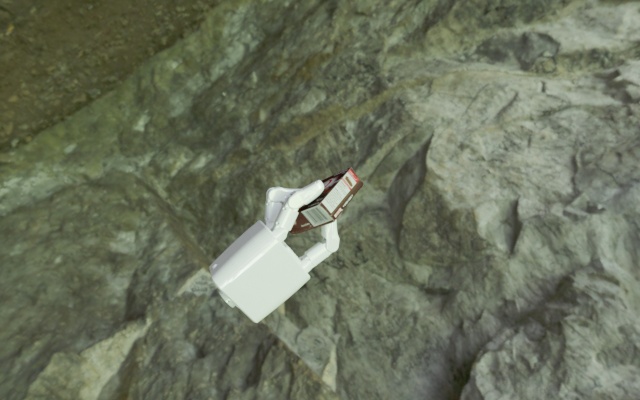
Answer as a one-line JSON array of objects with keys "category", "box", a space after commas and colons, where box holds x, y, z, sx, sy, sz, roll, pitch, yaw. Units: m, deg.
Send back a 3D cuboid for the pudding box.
[{"category": "pudding box", "box": [0.000, 0.003, 0.725, 0.113, 0.039, 0.090, -19, 26, 51]}]
